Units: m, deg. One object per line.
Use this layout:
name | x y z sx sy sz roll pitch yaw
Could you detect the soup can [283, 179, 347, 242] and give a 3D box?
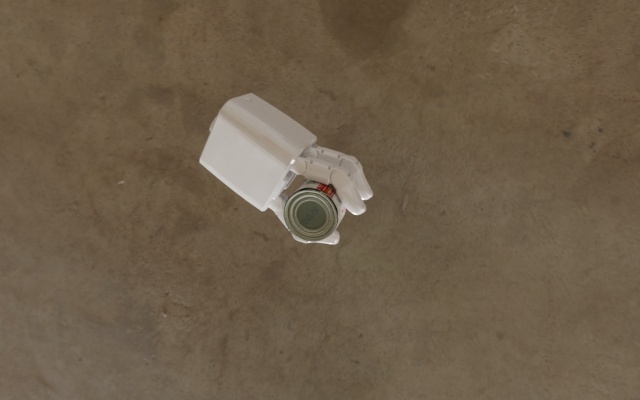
soup can | 0.000 0.002 0.596 0.068 0.068 0.102 0 18 15
